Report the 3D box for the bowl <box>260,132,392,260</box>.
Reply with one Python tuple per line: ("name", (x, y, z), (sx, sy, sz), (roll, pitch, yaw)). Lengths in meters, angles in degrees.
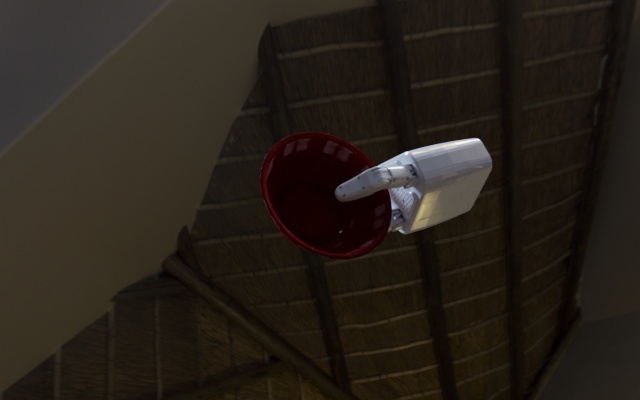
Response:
("bowl", (-0.001, 0.002, 0.554), (0.162, 0.162, 0.055), (0, -27, -27))
